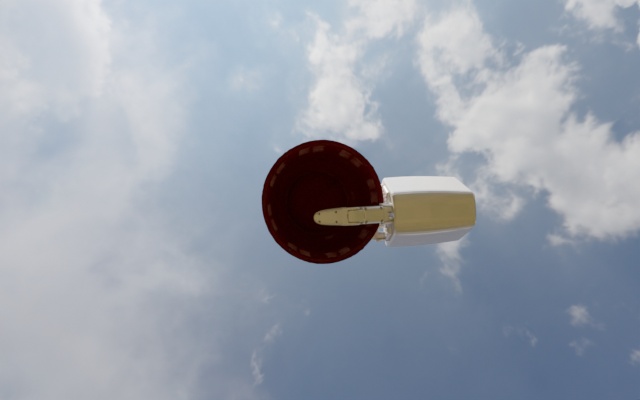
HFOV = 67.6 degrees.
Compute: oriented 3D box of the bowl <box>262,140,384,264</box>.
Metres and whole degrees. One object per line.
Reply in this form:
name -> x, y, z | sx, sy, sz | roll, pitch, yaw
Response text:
bowl -> -0.001, 0.002, 0.643 | 0.162, 0.162, 0.055 | 0, -1, -10
